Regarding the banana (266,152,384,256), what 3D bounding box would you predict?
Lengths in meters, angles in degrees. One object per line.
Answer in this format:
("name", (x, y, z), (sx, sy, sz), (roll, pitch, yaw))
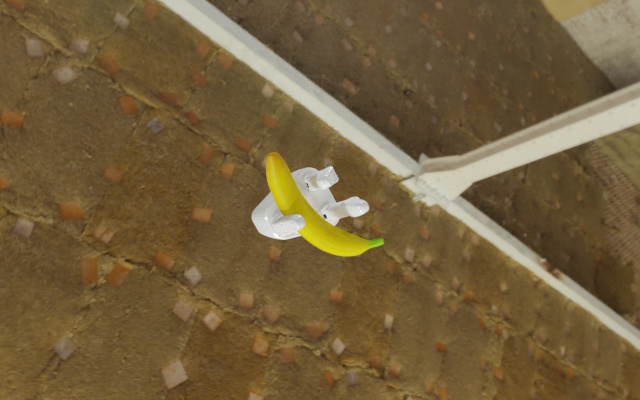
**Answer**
("banana", (-0.009, 0.019, 0.650), (0.198, 0.069, 0.037), (38, 6, -10))
